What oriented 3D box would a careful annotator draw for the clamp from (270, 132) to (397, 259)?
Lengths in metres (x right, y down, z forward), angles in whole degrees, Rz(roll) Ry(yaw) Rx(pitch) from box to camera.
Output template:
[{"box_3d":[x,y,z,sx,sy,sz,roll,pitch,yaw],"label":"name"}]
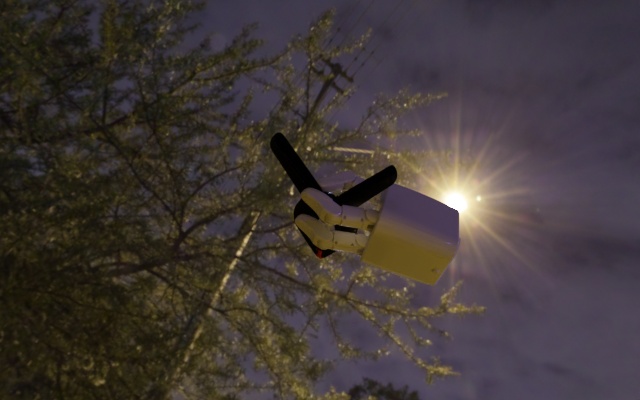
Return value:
[{"box_3d":[0.001,0.002,0.655,0.164,0.036,0.210,23,-41,7],"label":"clamp"}]
